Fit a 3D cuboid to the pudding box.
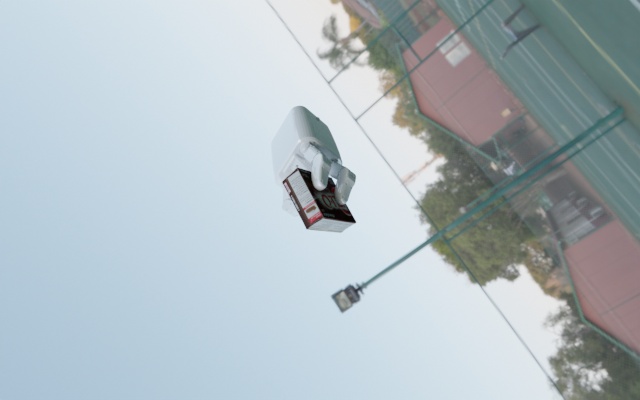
[{"bbox_3d":[0.000,0.002,0.736,0.039,0.090,0.113,-38,-22,23],"label":"pudding box"}]
